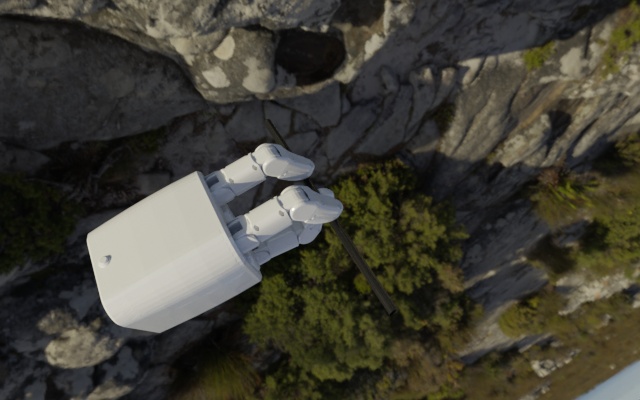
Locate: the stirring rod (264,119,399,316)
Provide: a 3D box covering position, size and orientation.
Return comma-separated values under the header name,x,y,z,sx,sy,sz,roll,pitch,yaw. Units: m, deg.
name,x,y,z,sx,sy,sz,roll,pitch,yaw
stirring rod,0.000,0.001,0.425,0.011,0.011,0.239,0,43,-39
